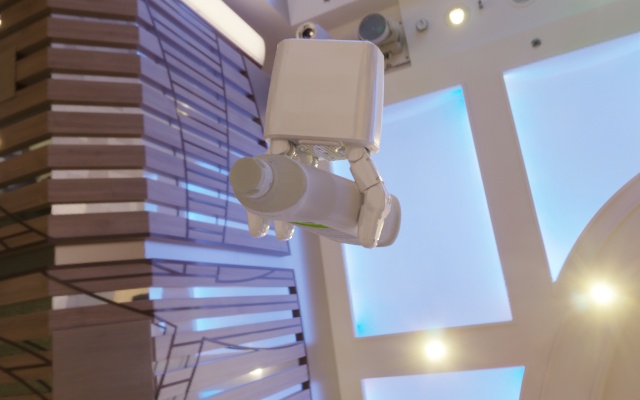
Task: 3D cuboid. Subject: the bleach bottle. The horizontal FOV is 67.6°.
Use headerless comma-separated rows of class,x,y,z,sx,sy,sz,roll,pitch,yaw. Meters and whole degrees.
bleach bottle,0.000,0.002,0.473,0.102,0.068,0.251,3,-8,24
